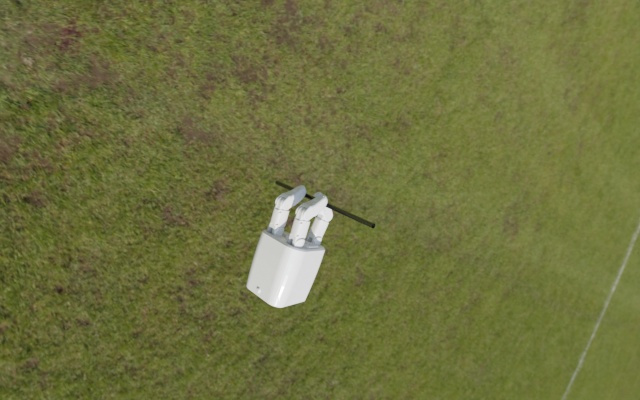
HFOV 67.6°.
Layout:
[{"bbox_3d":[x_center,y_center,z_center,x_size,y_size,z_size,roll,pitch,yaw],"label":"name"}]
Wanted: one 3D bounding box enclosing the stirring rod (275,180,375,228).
[{"bbox_3d":[0.000,0.003,0.811,0.011,0.011,0.239,0,18,-45],"label":"stirring rod"}]
